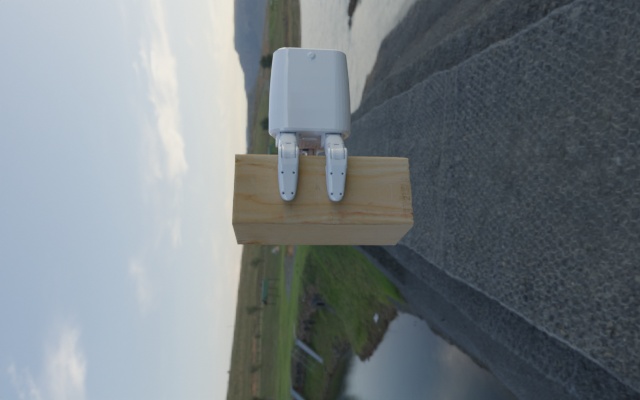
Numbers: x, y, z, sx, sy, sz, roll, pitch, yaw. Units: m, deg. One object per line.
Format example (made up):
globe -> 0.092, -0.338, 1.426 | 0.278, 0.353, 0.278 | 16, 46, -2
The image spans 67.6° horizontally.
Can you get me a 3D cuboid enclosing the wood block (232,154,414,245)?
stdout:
wood block -> 0.000, 0.002, 0.591 | 0.206, 0.090, 0.091 | 1, -20, -5
